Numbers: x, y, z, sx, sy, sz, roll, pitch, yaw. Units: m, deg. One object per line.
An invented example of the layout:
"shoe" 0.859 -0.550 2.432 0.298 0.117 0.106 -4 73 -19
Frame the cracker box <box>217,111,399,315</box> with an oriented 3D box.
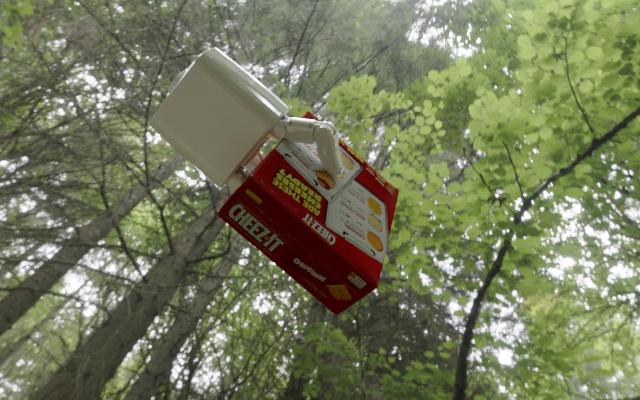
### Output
"cracker box" 0.000 0.002 0.551 0.072 0.164 0.213 -45 9 30
